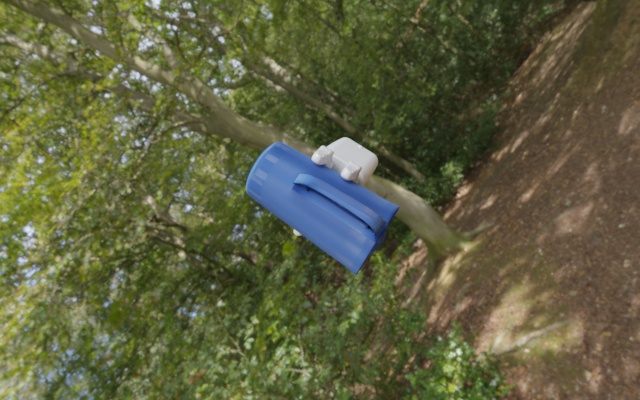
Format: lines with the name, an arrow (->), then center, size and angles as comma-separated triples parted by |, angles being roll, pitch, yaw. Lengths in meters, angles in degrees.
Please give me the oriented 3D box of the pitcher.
pitcher -> 0.000, 0.003, 0.793 | 0.243, 0.149, 0.145 | 32, 33, 8
